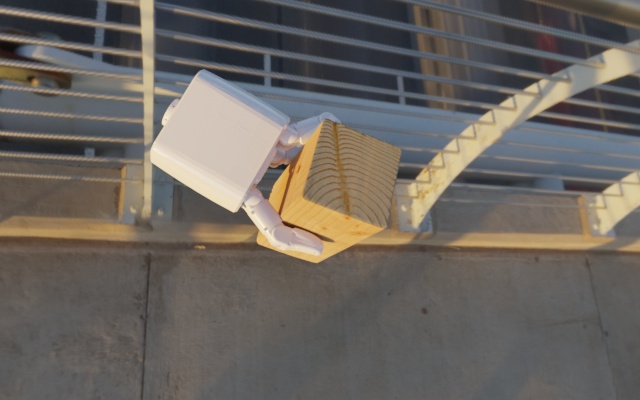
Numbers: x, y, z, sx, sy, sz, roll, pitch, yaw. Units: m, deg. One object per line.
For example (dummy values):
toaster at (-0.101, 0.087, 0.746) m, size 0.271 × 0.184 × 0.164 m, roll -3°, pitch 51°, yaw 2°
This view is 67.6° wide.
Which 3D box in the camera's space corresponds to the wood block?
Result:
wood block at (0.000, 0.002, 0.550) m, size 0.090 × 0.090 × 0.206 m, roll 20°, pitch -22°, yaw -13°
